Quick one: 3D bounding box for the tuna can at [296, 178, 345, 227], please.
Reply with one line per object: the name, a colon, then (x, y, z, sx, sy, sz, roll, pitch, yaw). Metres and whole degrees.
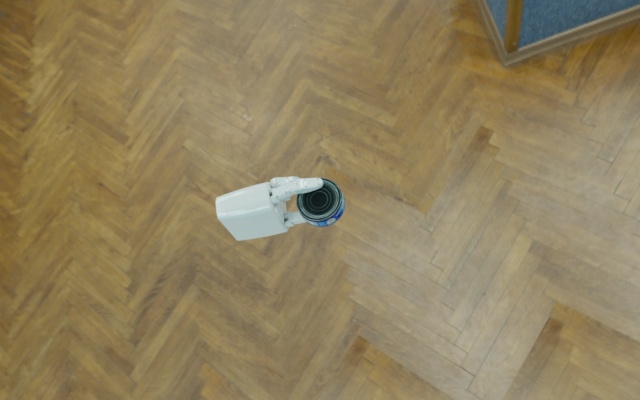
tuna can: (0.000, 0.003, 0.862, 0.086, 0.086, 0.034, 0, -20, 13)
